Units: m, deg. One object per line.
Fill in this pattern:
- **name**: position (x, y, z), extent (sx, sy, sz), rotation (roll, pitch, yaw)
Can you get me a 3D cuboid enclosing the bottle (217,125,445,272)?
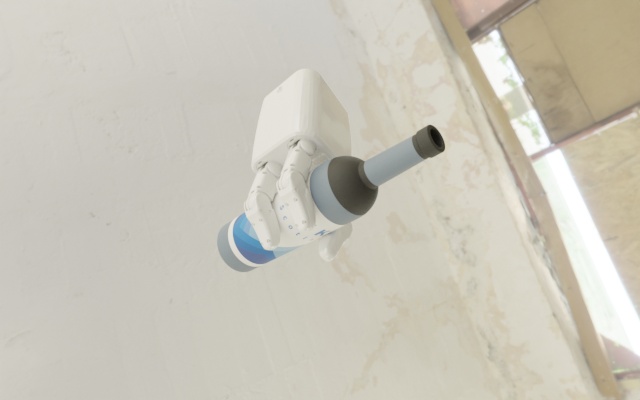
- **bottle**: position (0.000, 0.002, 0.508), extent (0.296, 0.069, 0.069), rotation (-29, -19, 38)
